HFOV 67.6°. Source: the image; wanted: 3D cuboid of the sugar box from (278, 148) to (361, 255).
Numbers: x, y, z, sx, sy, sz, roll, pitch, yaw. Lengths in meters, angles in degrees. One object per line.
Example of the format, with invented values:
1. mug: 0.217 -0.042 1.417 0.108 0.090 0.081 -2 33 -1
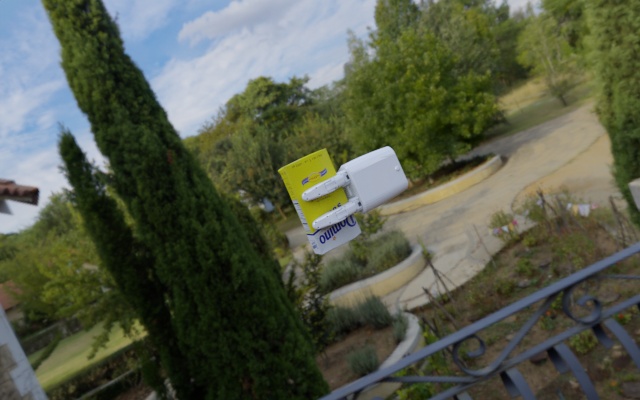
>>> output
1. sugar box: 0.000 0.003 0.888 0.093 0.176 0.048 -26 5 -19
